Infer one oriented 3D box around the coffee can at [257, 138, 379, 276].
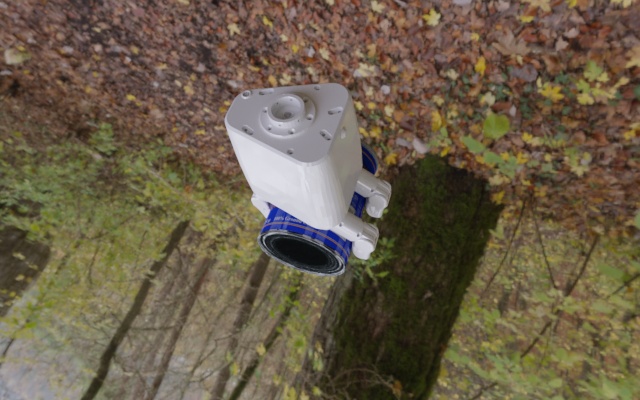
[{"bbox_3d":[0.000,0.002,0.552,0.103,0.140,0.103,16,-27,8],"label":"coffee can"}]
